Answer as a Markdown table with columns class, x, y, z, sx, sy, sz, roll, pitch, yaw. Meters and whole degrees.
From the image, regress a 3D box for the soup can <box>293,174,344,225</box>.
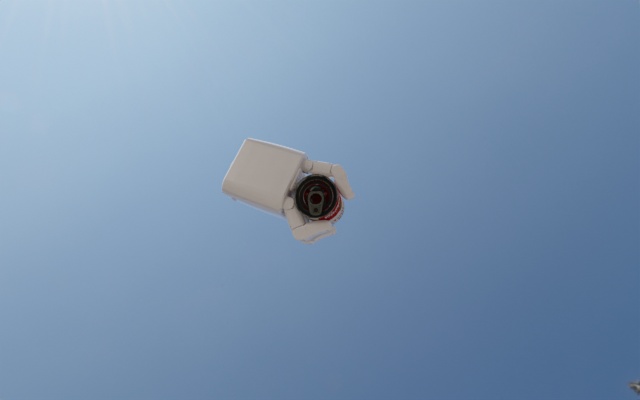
| class | x | y | z | sx | sy | sz | roll | pitch | yaw |
| --- | --- | --- | --- | --- | --- | --- | --- | --- | --- |
| soup can | 0.001 | 0.003 | 0.760 | 0.068 | 0.068 | 0.102 | 0 | -10 | 9 |
